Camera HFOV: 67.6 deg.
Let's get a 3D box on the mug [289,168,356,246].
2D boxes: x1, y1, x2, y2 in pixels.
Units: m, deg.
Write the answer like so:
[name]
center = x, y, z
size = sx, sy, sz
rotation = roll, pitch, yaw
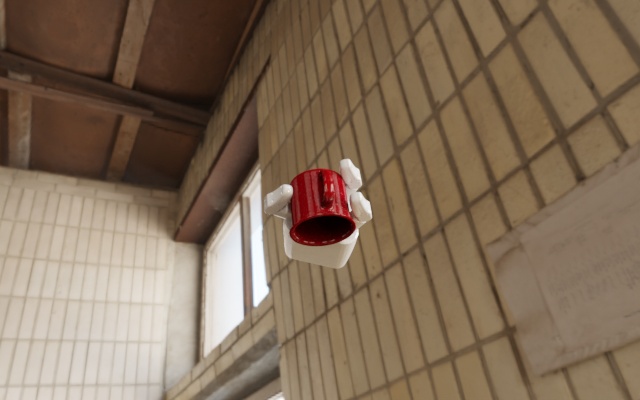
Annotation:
[mug]
center = 0.000, 0.001, 0.668
size = 0.093, 0.081, 0.117
rotation = -2, -32, -9
